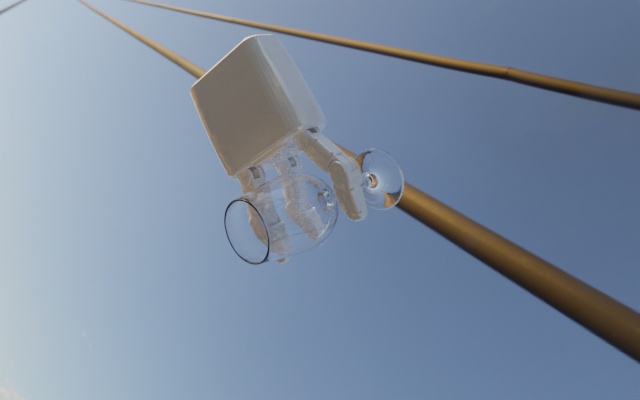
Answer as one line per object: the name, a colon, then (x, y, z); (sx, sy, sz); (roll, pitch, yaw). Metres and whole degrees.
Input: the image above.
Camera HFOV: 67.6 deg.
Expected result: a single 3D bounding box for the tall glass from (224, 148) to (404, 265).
tall glass: (0.001, 0.002, 0.489); (0.079, 0.079, 0.201); (0, 16, 43)
